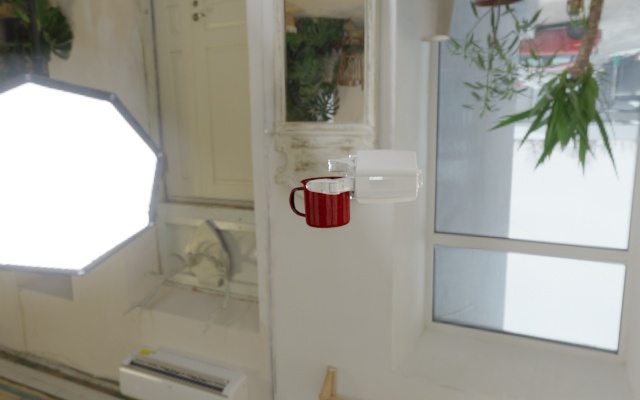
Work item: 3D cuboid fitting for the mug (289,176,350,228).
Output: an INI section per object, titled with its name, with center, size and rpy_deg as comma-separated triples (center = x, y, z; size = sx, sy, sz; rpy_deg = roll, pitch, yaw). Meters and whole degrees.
[mug]
center = -0.001, 0.003, 0.864
size = 0.117, 0.081, 0.093
rpy_deg = -1, 10, 11
